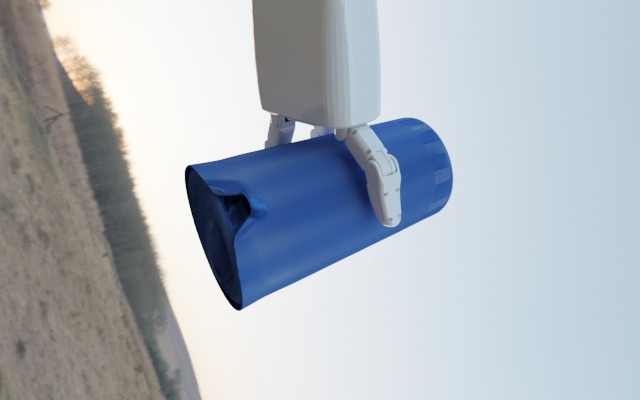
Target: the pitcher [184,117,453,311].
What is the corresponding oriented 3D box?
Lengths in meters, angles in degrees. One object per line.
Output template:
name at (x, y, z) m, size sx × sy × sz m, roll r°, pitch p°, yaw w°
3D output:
pitcher at (0.000, 0.001, 0.469) m, size 0.243 × 0.145 × 0.149 m, roll -19°, pitch 32°, yaw -24°
